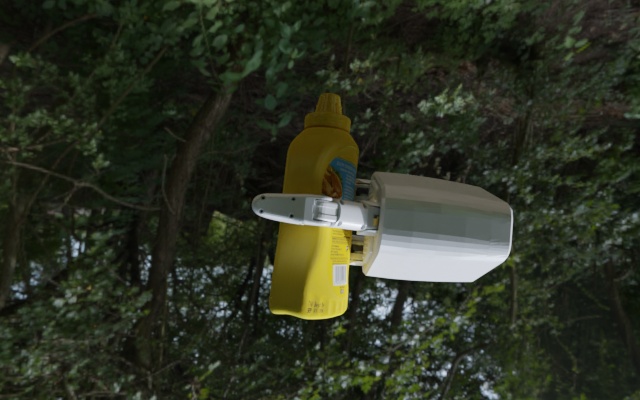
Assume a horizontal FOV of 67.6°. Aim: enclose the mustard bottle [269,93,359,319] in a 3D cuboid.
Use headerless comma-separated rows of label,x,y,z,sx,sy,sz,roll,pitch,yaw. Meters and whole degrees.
mustard bottle,0.000,0.002,0.417,0.058,0.191,0.096,4,-6,24
